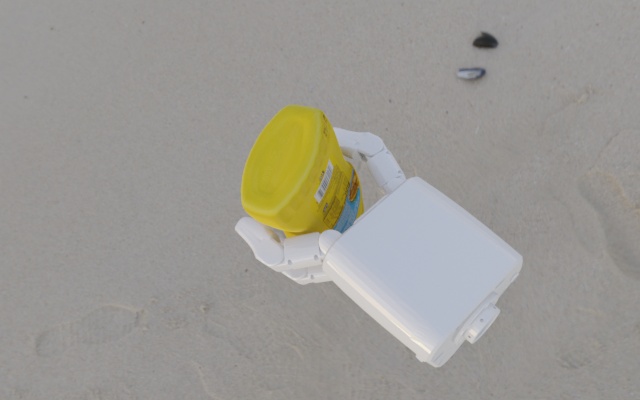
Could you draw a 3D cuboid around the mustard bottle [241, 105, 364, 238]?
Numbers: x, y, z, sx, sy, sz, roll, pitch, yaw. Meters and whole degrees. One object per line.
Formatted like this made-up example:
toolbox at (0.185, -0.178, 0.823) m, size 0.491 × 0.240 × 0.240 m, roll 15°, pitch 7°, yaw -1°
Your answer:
mustard bottle at (0.000, 0.001, 0.439) m, size 0.058 × 0.096 × 0.192 m, roll 14°, pitch -16°, yaw 24°
